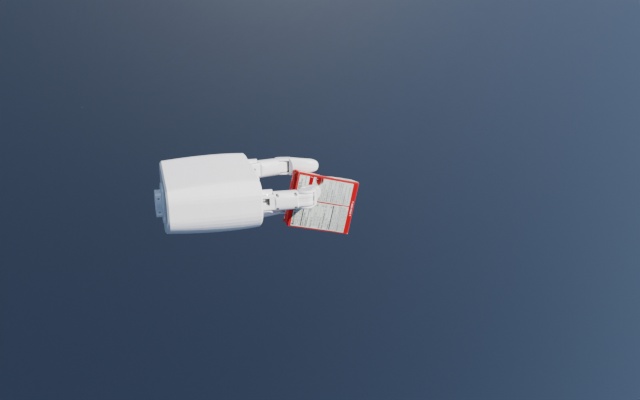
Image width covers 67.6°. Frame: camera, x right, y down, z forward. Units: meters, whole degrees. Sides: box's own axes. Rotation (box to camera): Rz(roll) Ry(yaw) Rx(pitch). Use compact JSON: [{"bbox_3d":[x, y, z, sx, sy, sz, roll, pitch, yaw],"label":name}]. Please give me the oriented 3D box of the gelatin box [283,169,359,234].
[{"bbox_3d":[0.001,0.002,0.642,0.089,0.073,0.030,9,8,-18],"label":"gelatin box"}]
